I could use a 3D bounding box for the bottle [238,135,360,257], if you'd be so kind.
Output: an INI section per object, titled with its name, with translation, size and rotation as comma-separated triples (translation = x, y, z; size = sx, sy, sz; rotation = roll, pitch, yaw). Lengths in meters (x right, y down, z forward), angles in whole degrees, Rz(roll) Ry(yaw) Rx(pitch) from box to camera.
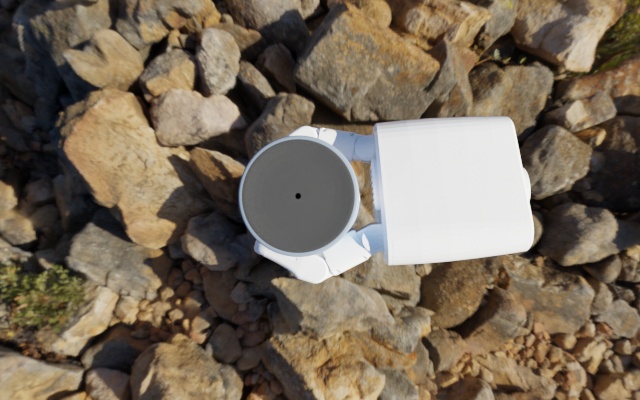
[bottle]
translation = 0.000, 0.001, 0.405
size = 0.069, 0.069, 0.296
rotation = 0, -1, 5
